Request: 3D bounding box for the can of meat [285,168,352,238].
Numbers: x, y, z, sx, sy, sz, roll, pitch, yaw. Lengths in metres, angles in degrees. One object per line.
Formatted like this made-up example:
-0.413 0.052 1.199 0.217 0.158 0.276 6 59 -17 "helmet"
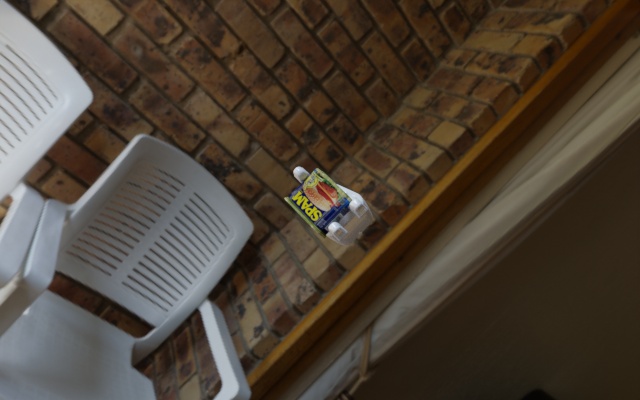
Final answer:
0.000 0.002 0.859 0.102 0.084 0.057 45 0 30 "can of meat"
